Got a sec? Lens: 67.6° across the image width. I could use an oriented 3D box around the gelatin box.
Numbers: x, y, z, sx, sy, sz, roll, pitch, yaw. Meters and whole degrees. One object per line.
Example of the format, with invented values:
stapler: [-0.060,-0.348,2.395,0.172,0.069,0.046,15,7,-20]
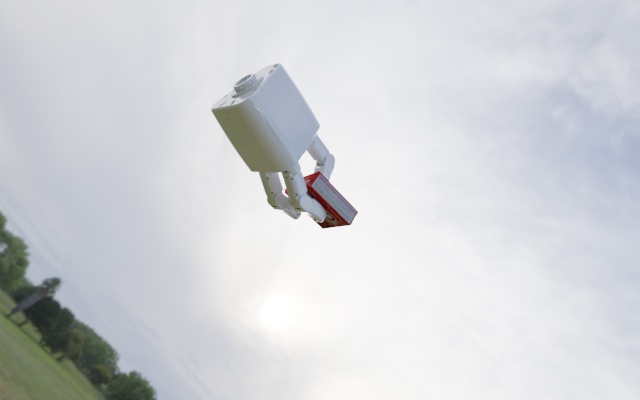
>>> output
gelatin box: [0.001,0.002,0.696,0.089,0.030,0.073,44,-28,-20]
